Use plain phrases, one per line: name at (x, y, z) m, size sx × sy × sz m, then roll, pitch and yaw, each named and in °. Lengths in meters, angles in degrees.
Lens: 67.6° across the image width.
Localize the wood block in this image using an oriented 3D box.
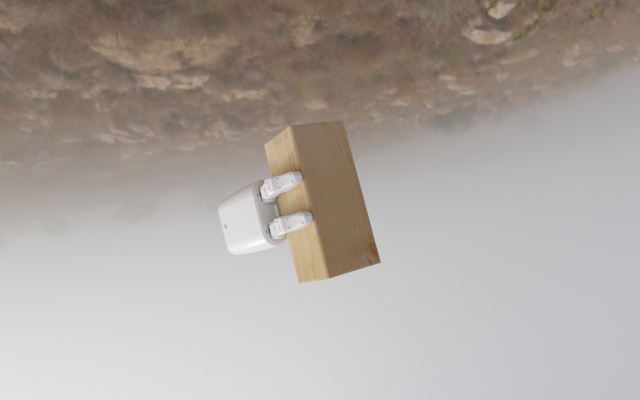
wood block at (0.000, 0.002, 0.675) m, size 0.091 × 0.206 × 0.090 m, roll -11°, pitch -7°, yaw -33°
